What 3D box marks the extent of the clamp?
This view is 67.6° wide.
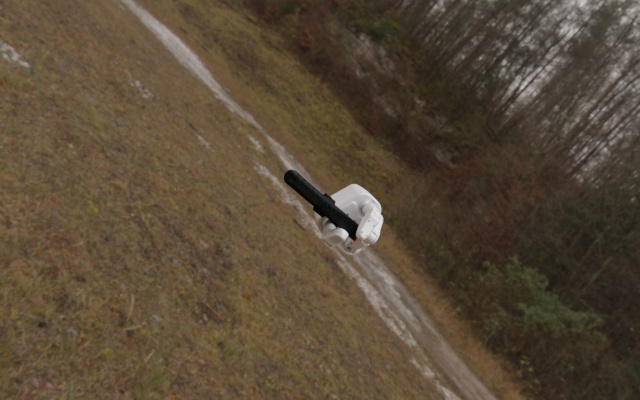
[{"bbox_3d":[0.001,0.002,0.811,0.171,0.039,0.120,43,6,-14],"label":"clamp"}]
